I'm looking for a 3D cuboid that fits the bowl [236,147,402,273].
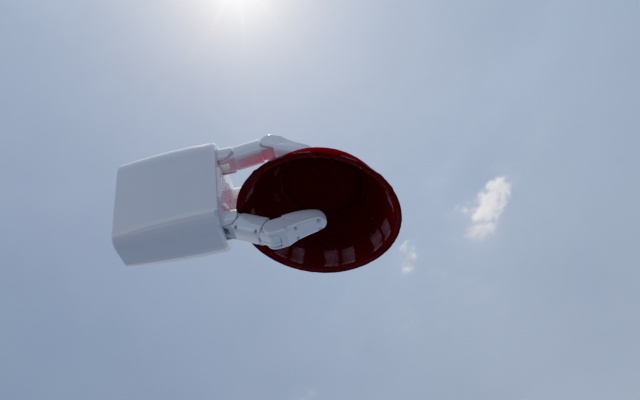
[{"bbox_3d":[0.001,0.001,0.484,0.162,0.162,0.055,0,42,7],"label":"bowl"}]
